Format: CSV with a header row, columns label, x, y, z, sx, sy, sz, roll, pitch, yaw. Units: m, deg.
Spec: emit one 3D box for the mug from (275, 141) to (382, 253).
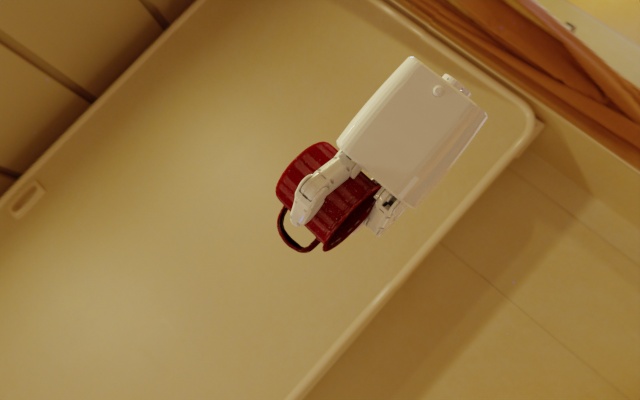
label,x,y,z,sx,sy,sz,roll,pitch,yaw
mug,-0.001,0.003,0.504,0.081,0.117,0.093,43,13,14
